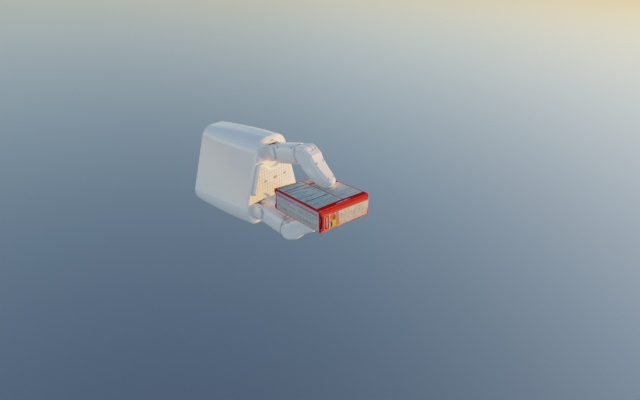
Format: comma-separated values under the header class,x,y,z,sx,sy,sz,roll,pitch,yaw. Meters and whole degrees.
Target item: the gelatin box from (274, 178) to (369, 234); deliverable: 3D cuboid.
class,x,y,z,sx,sy,sz,roll,pitch,yaw
gelatin box,0.000,0.002,0.557,0.073,0.030,0.089,-19,29,-35
